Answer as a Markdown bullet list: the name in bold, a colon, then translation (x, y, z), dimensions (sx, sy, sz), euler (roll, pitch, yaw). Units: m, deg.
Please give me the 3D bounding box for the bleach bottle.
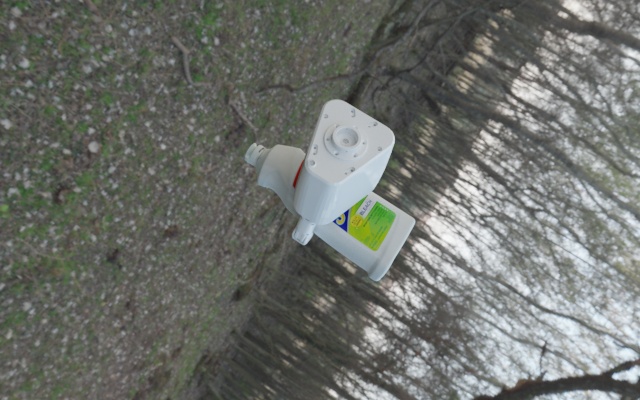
- **bleach bottle**: translation (0.000, 0.002, 0.668), dimensions (0.251, 0.102, 0.068), euler (32, -24, 6)
